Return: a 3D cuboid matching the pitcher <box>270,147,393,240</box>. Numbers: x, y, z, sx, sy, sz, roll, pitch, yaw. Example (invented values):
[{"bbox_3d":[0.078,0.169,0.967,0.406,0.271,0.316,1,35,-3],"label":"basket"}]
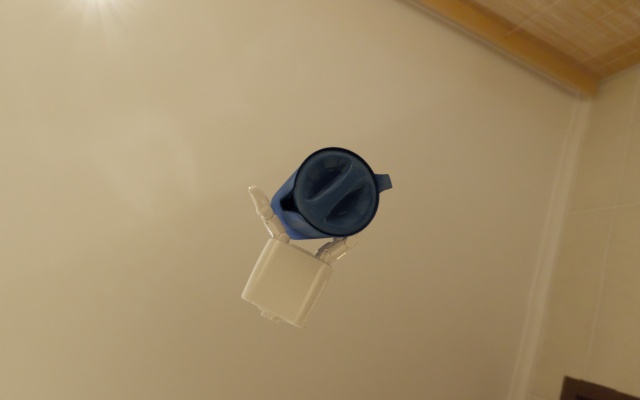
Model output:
[{"bbox_3d":[0.000,0.003,0.798,0.149,0.145,0.243,31,-16,-11],"label":"pitcher"}]
